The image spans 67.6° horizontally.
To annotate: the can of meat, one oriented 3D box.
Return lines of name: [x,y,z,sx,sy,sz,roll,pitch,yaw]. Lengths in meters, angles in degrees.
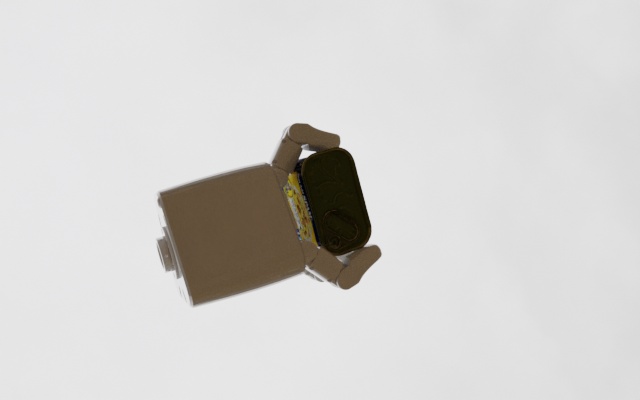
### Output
can of meat: [0.000,0.002,0.493,0.057,0.102,0.084,-18,7,-24]
